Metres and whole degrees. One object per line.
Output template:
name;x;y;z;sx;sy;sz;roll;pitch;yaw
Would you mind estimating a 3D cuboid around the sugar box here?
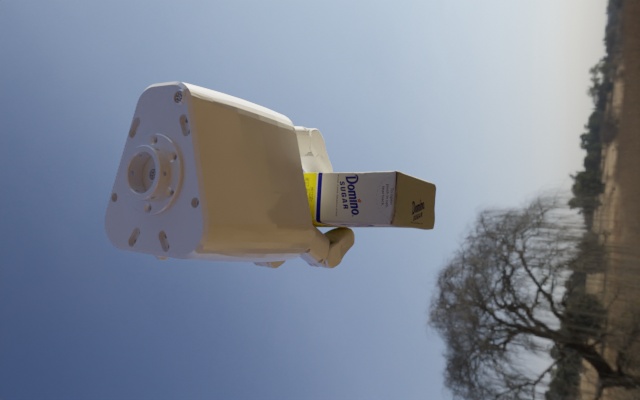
sugar box;0.000;0.002;0.411;0.176;0.048;0.093;3;-3;31
